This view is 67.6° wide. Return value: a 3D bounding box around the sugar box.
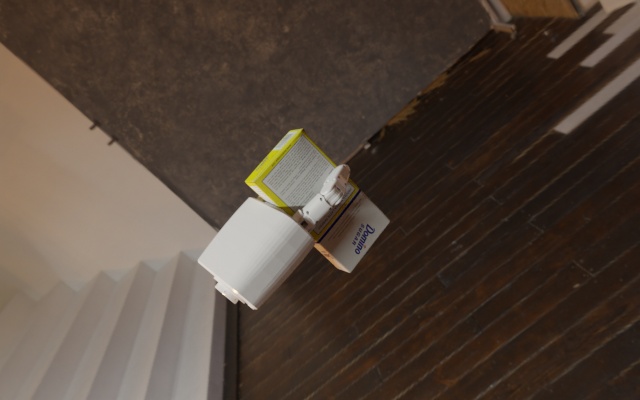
[{"bbox_3d":[0.000,0.002,0.613,0.176,0.093,0.048,46,-15,-22],"label":"sugar box"}]
